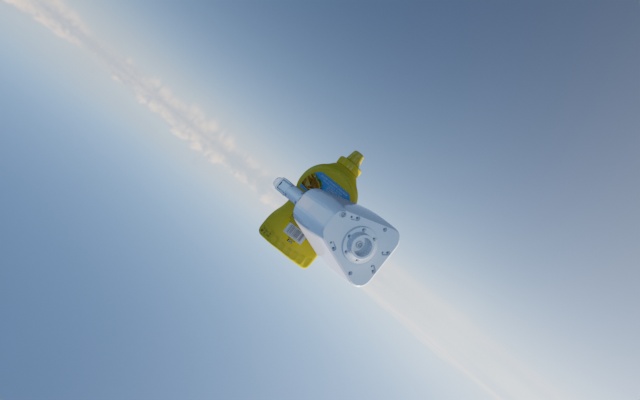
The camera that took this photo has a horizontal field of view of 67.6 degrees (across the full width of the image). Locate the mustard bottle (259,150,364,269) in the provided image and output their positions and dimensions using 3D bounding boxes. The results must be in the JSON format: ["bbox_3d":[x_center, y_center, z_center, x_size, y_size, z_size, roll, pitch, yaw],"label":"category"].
[{"bbox_3d":[0.000,0.003,0.727,0.096,0.191,0.058,39,-3,0],"label":"mustard bottle"}]
